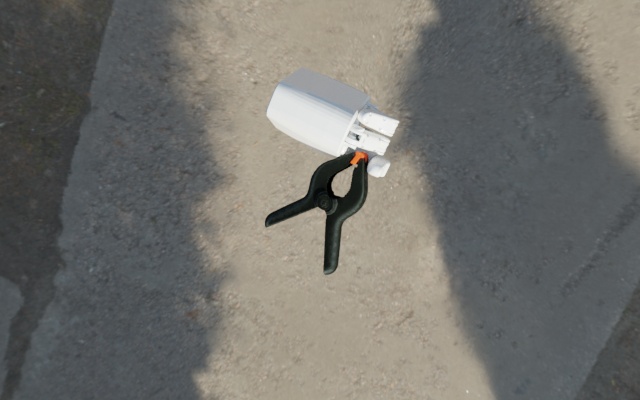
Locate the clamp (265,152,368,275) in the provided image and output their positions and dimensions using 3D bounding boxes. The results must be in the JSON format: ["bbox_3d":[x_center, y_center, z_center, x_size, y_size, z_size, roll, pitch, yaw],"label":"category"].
[{"bbox_3d":[0.000,0.002,0.642,0.120,0.171,0.039,27,12,7],"label":"clamp"}]
